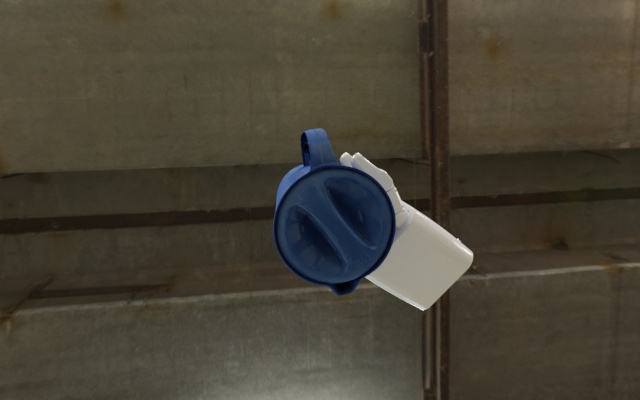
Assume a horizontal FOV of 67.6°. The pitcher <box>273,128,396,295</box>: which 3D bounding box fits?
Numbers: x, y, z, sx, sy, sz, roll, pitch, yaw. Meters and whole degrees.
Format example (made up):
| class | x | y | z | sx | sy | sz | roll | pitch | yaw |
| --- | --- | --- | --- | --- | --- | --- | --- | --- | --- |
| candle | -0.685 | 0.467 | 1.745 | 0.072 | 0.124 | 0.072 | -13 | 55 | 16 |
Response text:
| class | x | y | z | sx | sy | sz | roll | pitch | yaw |
| --- | --- | --- | --- | --- | --- | --- | --- | --- | --- |
| pitcher | 0.000 | 0.002 | 0.620 | 0.145 | 0.149 | 0.243 | 32 | 3 | -11 |
